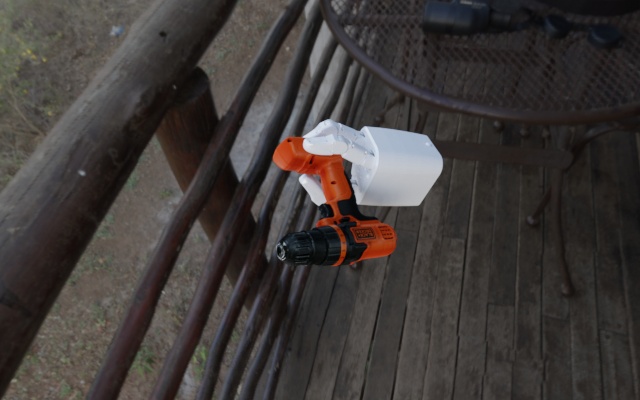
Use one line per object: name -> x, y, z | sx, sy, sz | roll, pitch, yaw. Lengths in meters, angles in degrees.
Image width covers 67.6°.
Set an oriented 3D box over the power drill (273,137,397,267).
power drill -> 0.000, 0.002, 0.648 | 0.184, 0.187, 0.057 | 0, -33, -38
